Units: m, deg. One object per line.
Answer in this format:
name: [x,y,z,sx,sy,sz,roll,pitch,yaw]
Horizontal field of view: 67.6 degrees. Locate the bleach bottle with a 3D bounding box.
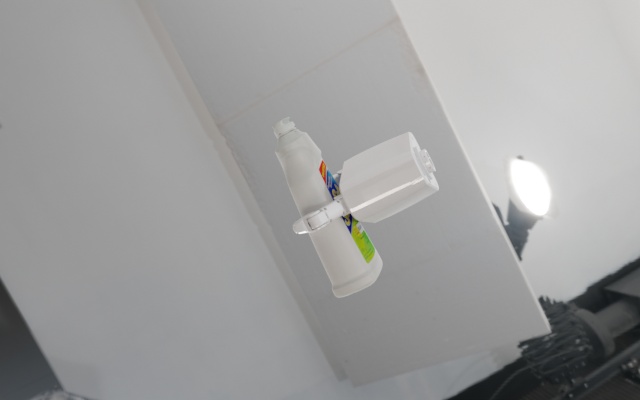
bleach bottle: [0.000,0.002,0.669,0.068,0.251,0.102,-27,4,20]
